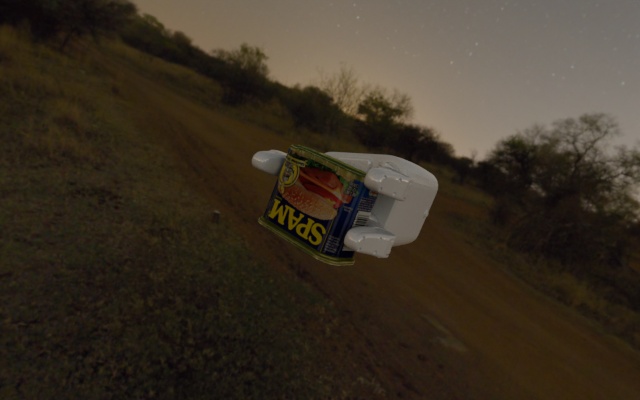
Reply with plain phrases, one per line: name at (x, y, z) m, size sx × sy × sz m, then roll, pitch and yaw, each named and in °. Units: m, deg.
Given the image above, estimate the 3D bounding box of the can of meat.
can of meat at (0.000, 0.001, 0.453) m, size 0.102 × 0.084 × 0.057 m, roll 28°, pitch 11°, yaw 35°
